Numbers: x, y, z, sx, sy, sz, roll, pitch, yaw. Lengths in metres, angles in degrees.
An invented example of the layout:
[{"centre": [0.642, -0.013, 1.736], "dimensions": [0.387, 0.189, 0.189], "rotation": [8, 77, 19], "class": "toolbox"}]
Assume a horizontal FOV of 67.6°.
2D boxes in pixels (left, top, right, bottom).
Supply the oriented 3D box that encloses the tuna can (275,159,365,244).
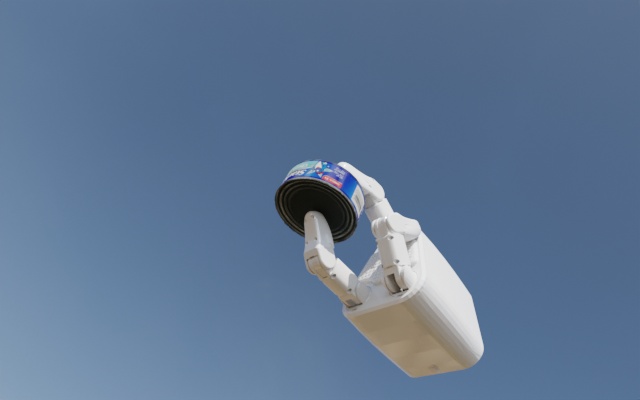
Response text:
[{"centre": [0.000, 0.001, 0.475], "dimensions": [0.086, 0.086, 0.033], "rotation": [0, 41, 27], "class": "tuna can"}]
